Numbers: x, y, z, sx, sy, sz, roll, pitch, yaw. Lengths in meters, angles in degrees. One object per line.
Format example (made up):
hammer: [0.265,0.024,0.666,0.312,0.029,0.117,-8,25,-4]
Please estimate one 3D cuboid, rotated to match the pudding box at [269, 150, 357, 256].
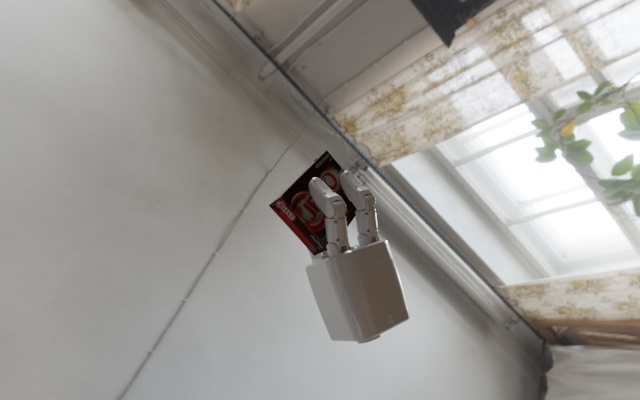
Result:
pudding box: [0.000,0.002,0.624,0.039,0.090,0.113,-31,14,47]
